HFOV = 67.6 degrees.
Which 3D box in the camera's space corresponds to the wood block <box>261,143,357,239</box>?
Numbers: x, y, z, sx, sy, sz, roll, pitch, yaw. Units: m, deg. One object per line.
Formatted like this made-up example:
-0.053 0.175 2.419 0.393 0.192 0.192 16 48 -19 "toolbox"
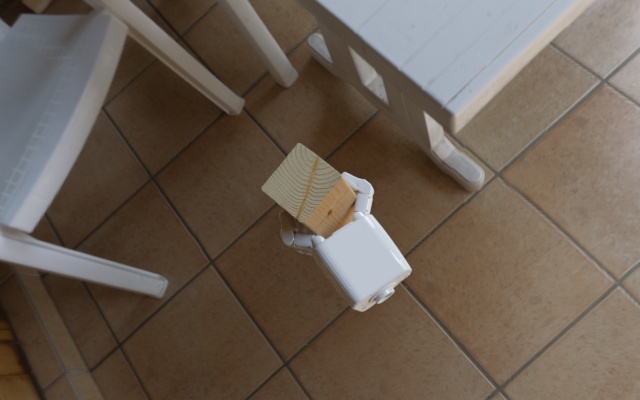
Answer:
0.001 0.002 0.772 0.090 0.091 0.206 39 -3 23 "wood block"
